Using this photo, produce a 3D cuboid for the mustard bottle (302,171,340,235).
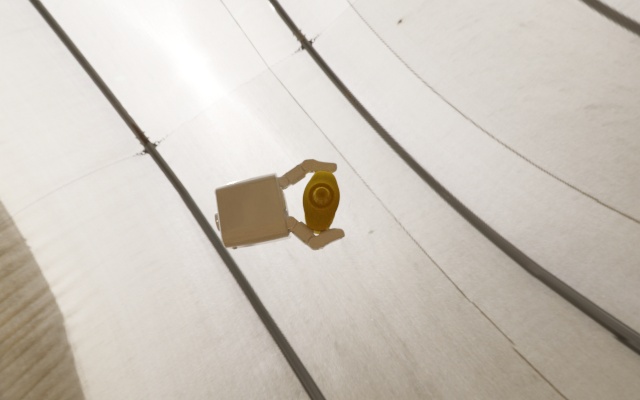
[{"bbox_3d":[0.000,0.003,0.779,0.058,0.096,0.191,11,-7,1],"label":"mustard bottle"}]
